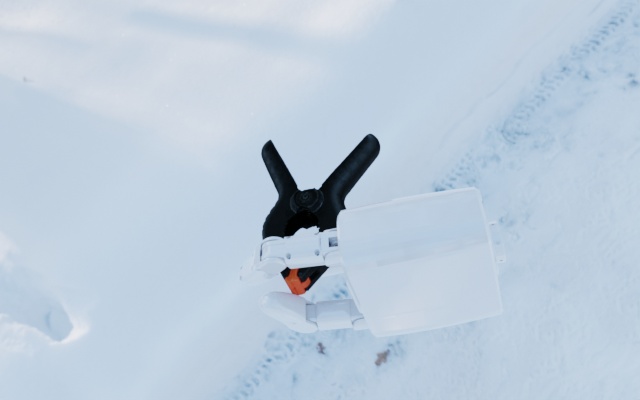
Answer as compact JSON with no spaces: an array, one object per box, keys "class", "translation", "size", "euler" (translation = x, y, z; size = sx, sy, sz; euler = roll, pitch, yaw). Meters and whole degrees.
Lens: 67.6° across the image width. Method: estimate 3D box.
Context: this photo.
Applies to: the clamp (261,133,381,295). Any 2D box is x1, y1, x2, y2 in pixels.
[{"class":"clamp","translation":[0.000,0.001,0.437],"size":[0.120,0.171,0.039],"euler":[-12,-36,14]}]
